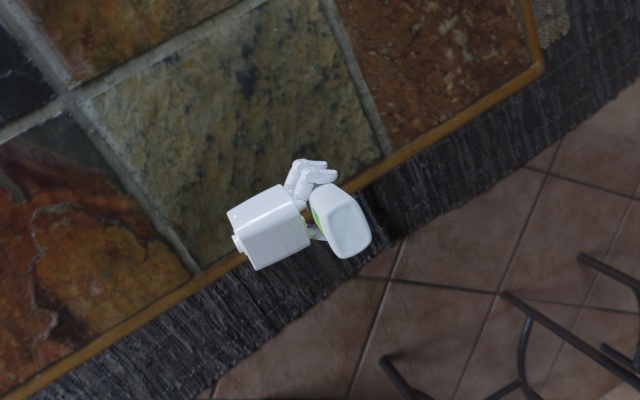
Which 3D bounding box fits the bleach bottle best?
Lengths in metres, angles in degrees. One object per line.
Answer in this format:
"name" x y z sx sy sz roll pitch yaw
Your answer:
"bleach bottle" 0.000 0.003 0.843 0.068 0.103 0.250 -28 27 -9
